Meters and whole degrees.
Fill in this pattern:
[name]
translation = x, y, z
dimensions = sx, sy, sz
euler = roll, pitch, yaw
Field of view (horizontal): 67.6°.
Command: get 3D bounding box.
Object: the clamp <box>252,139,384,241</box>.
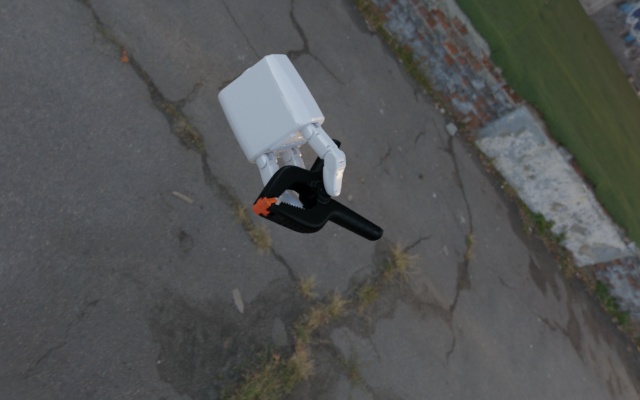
[clamp]
translation = 0.000, 0.002, 0.638
dimensions = 0.036, 0.164, 0.210
euler = -35, -8, 38
